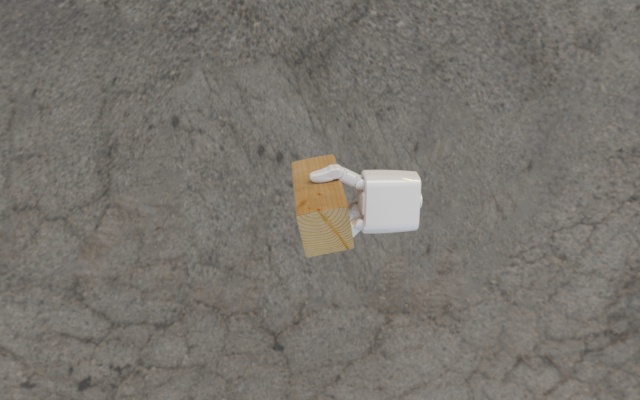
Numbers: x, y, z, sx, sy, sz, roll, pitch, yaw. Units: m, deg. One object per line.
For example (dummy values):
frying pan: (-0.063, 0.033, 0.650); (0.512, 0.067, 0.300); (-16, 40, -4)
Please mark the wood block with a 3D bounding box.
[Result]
wood block: (0.000, 0.003, 0.899); (0.090, 0.091, 0.206); (-11, 31, 0)
